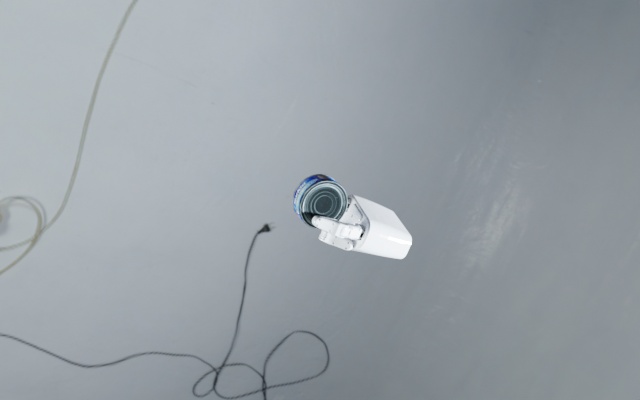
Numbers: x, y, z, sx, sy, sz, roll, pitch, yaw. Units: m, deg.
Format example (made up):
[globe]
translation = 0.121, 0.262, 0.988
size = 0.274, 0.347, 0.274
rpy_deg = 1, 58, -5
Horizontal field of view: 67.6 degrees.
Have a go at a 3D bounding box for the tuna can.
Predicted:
[tuna can]
translation = 0.000, 0.003, 0.772
size = 0.086, 0.086, 0.033
rpy_deg = 0, 20, -24
